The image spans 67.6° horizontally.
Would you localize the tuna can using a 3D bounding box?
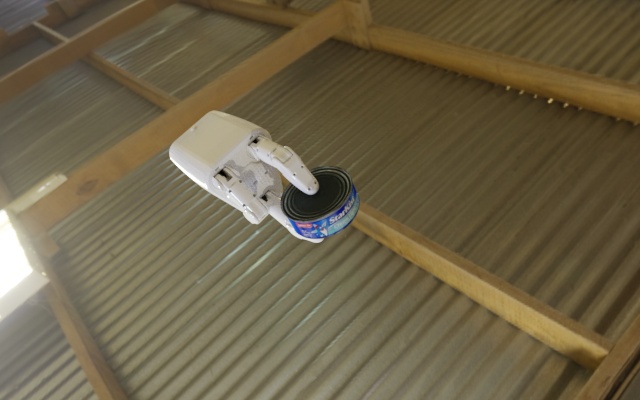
[{"bbox_3d":[0.000,0.002,0.540,0.086,0.086,0.034,0,-43,28],"label":"tuna can"}]
